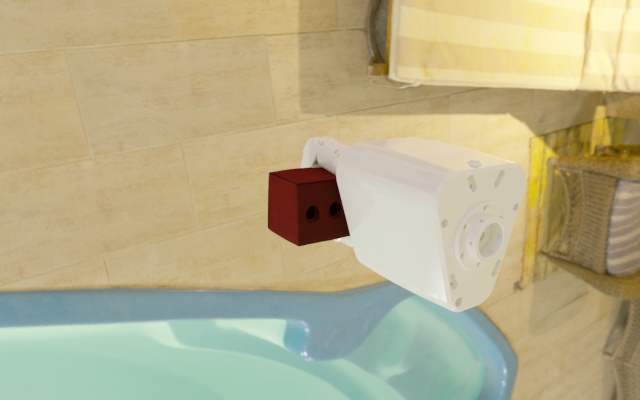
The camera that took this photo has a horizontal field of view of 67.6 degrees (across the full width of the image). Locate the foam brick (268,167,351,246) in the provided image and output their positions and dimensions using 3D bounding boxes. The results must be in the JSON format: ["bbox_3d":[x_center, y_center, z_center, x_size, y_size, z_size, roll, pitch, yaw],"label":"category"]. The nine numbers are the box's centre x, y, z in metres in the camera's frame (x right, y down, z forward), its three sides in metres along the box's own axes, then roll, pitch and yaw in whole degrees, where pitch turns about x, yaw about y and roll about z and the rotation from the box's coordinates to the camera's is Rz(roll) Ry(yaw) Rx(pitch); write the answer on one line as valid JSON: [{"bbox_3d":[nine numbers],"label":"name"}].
[{"bbox_3d":[0.000,0.001,0.410,0.078,0.053,0.051,-10,20,-31],"label":"foam brick"}]
